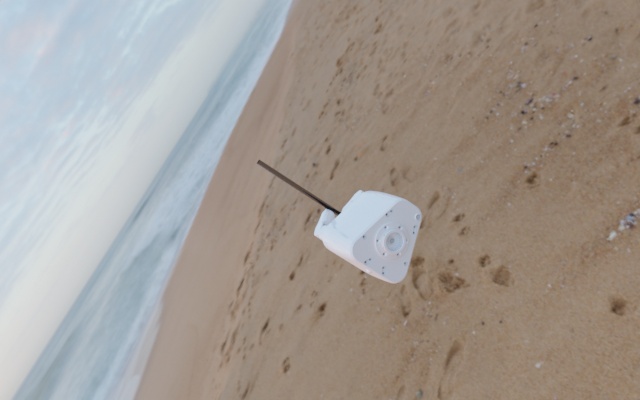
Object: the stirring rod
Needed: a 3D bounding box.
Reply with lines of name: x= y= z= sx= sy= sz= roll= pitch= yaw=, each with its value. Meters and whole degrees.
stirring rod: x=0.000 y=0.003 z=0.772 sx=0.239 sy=0.011 sz=0.011 roll=33 pitch=-11 yaw=-18
